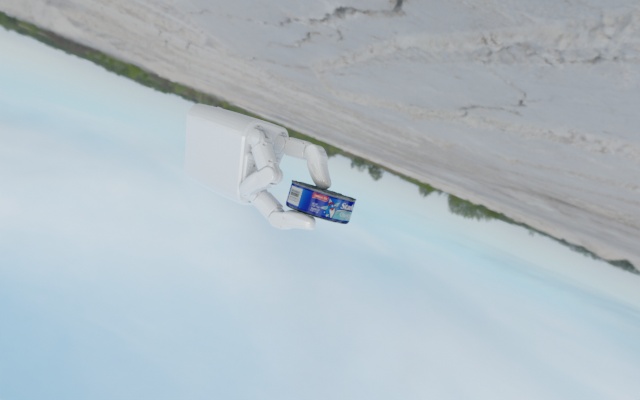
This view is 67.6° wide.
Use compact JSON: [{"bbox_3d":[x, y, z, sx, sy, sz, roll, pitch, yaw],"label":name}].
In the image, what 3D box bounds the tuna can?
[{"bbox_3d":[0.000,0.003,0.605,0.086,0.034,0.086,17,4,-1],"label":"tuna can"}]
